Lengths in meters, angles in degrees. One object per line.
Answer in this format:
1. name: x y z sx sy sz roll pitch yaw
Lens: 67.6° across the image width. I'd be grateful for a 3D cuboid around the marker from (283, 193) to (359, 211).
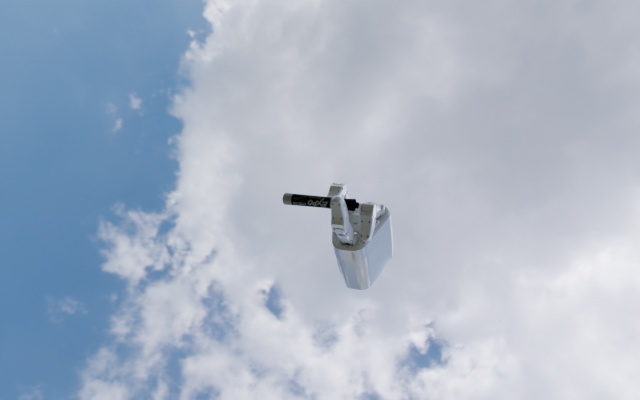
1. marker: 0.000 0.002 0.725 0.121 0.020 0.020 5 2 22
